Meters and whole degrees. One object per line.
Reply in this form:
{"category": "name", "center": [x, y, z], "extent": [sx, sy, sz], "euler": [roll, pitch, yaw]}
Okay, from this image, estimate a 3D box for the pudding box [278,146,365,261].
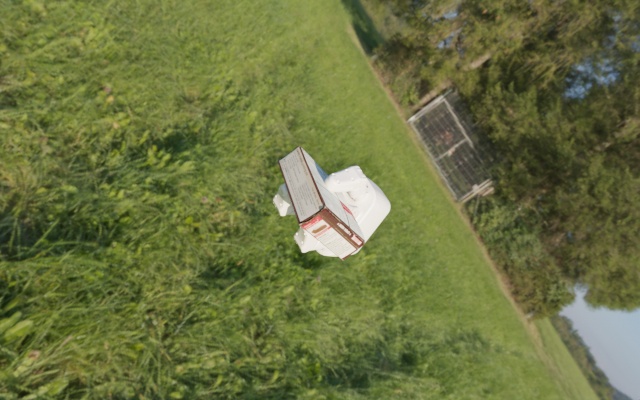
{"category": "pudding box", "center": [0.000, 0.002, 0.553], "extent": [0.039, 0.113, 0.090], "euler": [-37, -47, 12]}
